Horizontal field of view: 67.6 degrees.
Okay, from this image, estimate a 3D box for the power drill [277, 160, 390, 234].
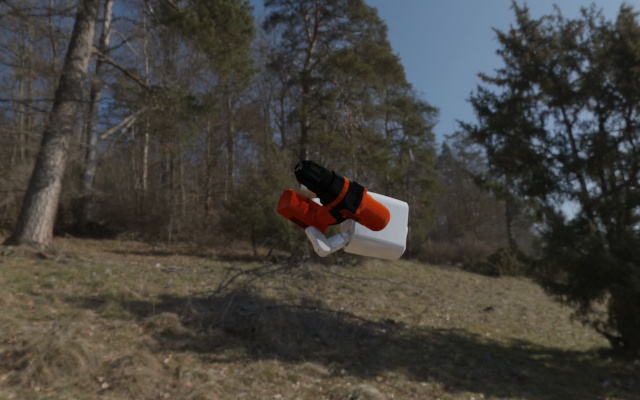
[{"bbox_3d":[0.000,0.003,0.815,0.184,0.057,0.187,34,-23,-23],"label":"power drill"}]
